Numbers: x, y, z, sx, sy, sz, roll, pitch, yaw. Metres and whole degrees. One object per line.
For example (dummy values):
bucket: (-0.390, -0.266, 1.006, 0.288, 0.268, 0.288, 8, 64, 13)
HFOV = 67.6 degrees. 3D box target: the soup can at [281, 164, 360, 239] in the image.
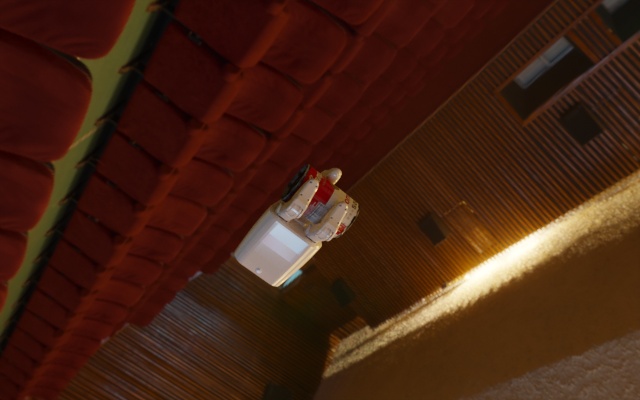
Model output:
soup can: (0.001, 0.002, 0.721, 0.102, 0.068, 0.068, 38, -9, -12)
